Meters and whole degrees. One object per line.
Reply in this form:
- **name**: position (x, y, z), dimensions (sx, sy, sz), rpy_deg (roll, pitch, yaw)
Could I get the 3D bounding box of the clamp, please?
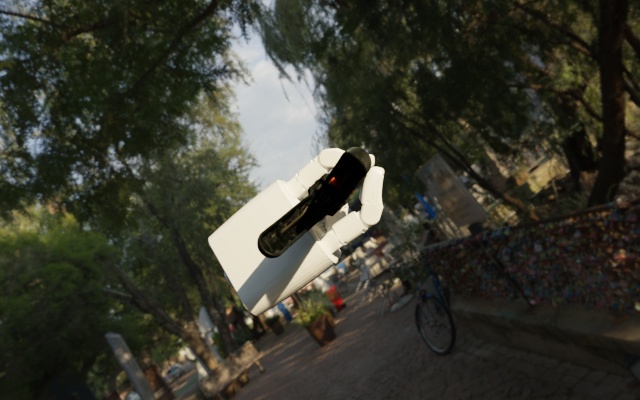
- **clamp**: position (0.000, 0.001, 0.452), dimensions (0.120, 0.039, 0.171), rpy_deg (-37, -5, 5)
